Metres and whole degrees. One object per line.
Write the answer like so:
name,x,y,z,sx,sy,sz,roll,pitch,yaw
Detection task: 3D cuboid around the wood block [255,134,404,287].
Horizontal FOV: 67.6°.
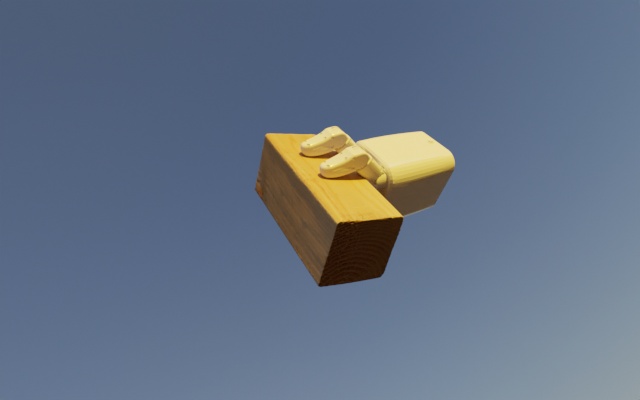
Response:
wood block,0.000,0.002,0.598,0.090,0.091,0.206,-4,34,-29
